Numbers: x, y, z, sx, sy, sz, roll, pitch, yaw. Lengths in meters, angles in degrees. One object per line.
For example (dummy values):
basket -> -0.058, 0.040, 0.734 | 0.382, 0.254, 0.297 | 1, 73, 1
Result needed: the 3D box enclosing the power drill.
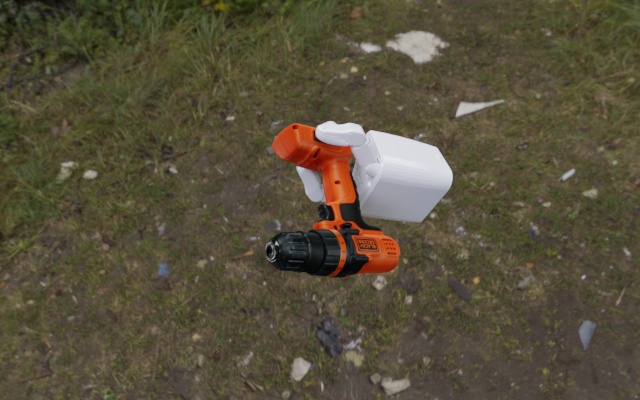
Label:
power drill -> 0.000, 0.001, 0.566 | 0.184, 0.187, 0.057 | 9, -34, -42
